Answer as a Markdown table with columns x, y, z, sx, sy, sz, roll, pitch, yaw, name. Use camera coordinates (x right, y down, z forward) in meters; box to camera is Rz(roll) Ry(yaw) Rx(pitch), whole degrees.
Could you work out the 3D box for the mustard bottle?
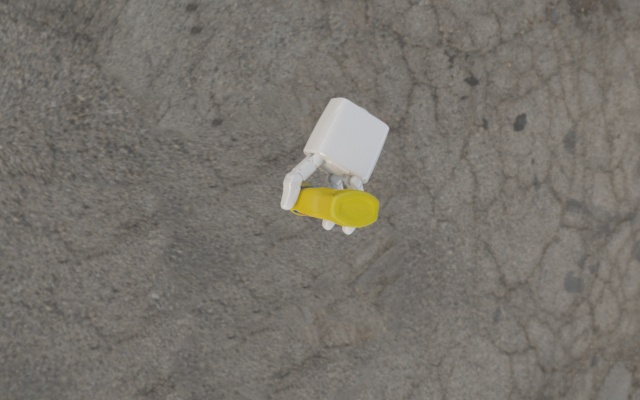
| x | y | z | sx | sy | sz | roll | pitch | yaw | name |
| --- | --- | --- | --- | --- | --- | --- | --- | --- | --- |
| 0.000 | 0.003 | 0.788 | 0.096 | 0.058 | 0.191 | 3 | 4 | -36 | mustard bottle |
